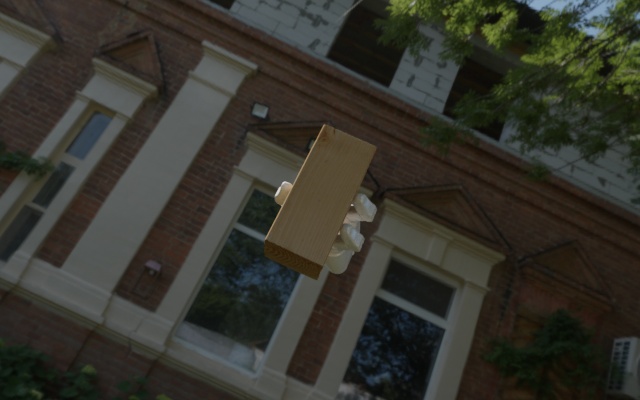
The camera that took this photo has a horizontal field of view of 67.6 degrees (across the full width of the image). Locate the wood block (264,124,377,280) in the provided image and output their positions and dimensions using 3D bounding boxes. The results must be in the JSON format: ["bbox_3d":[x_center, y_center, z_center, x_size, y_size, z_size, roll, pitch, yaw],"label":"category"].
[{"bbox_3d":[0.000,0.002,0.727,0.091,0.206,0.090,24,-23,4],"label":"wood block"}]
